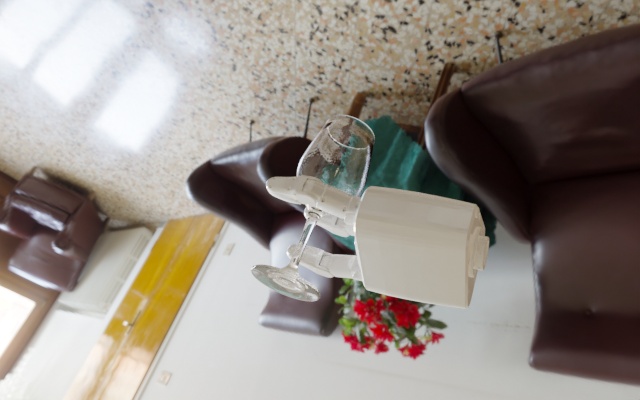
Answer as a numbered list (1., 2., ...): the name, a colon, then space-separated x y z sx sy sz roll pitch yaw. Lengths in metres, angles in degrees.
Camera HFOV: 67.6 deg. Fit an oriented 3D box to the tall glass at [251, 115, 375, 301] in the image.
1. tall glass: 0.000 0.002 0.518 0.079 0.201 0.079 18 -27 10
